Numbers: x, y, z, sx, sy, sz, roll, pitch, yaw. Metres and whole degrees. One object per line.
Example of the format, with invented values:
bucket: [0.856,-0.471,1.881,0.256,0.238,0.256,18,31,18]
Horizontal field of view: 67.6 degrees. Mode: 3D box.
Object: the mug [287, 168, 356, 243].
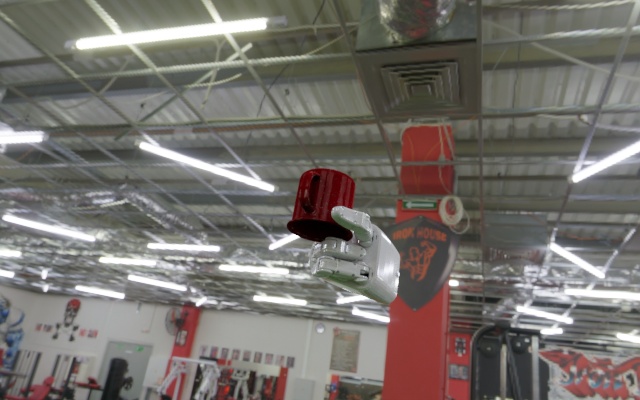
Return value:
mug: [-0.001,0.001,0.663,0.093,0.081,0.117,-2,-25,26]
